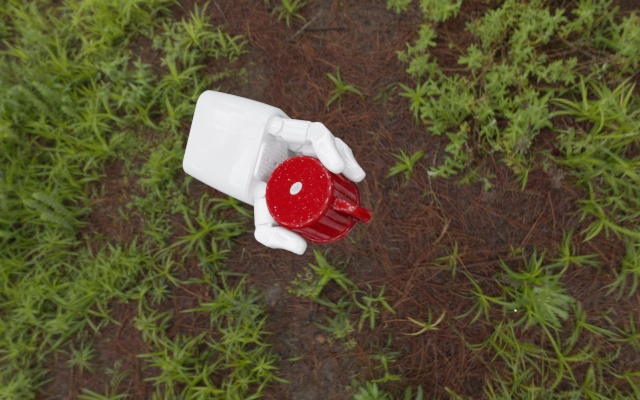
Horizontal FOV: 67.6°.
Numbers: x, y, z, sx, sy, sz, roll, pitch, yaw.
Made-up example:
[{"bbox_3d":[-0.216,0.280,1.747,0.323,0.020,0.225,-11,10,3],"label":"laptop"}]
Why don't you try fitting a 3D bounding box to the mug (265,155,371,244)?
[{"bbox_3d":[0.001,0.002,0.534,0.117,0.093,0.081,20,-4,26],"label":"mug"}]
